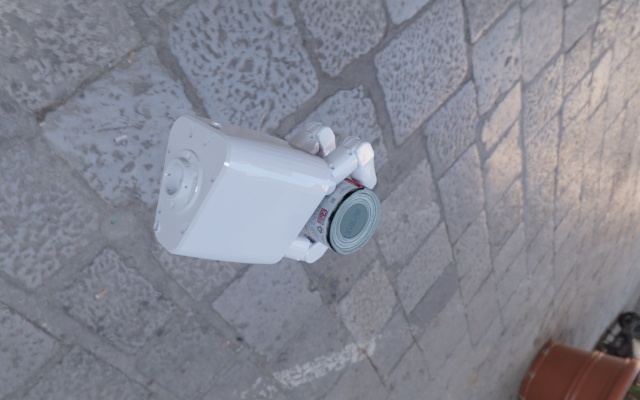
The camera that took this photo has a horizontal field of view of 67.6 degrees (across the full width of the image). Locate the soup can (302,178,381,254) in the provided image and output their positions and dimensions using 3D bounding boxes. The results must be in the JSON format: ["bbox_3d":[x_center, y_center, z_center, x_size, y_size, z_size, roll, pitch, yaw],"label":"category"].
[{"bbox_3d":[0.001,0.002,0.468,0.068,0.068,0.102,0,21,-44],"label":"soup can"}]
